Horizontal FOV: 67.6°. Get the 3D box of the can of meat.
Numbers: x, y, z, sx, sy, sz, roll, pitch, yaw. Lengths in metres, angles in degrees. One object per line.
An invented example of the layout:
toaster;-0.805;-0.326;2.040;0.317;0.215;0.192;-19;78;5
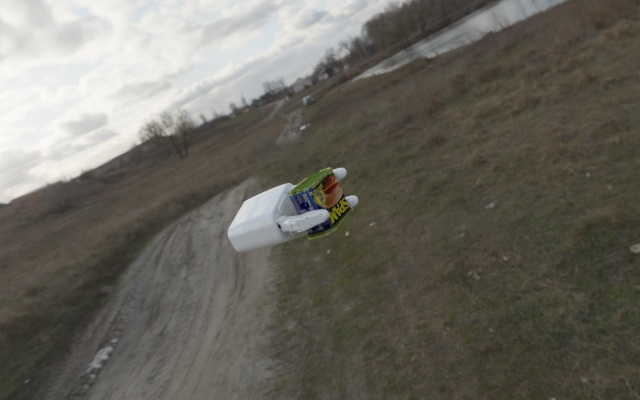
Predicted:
can of meat;0.000;0.002;0.788;0.057;0.084;0.102;-17;15;34
